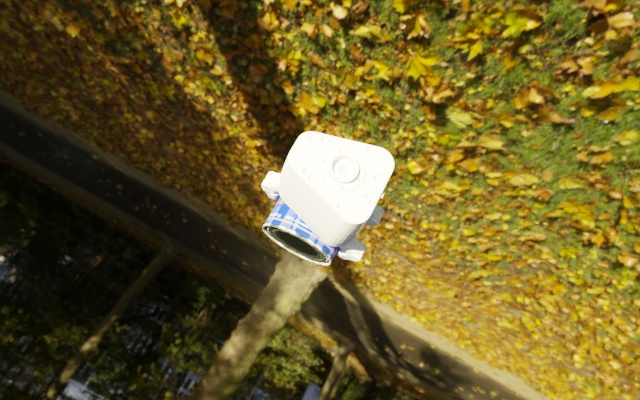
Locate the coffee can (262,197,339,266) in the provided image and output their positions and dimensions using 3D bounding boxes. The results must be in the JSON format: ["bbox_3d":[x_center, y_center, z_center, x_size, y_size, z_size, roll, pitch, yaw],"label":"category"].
[{"bbox_3d":[0.000,0.002,0.647,0.103,0.140,0.103,26,-19,10],"label":"coffee can"}]
